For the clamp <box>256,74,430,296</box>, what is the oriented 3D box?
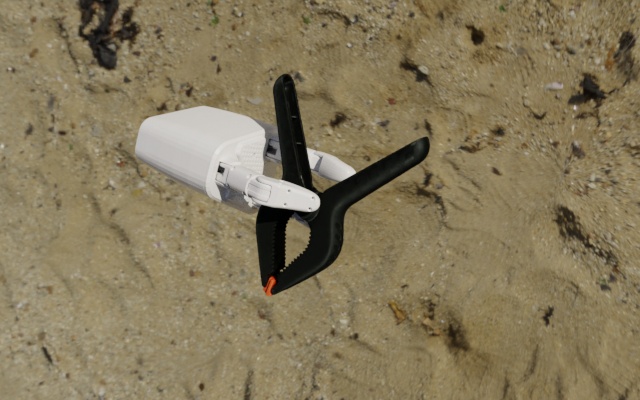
[{"bbox_3d":[-0.001,0.002,0.450,0.164,0.210,0.036,22,13,26],"label":"clamp"}]
